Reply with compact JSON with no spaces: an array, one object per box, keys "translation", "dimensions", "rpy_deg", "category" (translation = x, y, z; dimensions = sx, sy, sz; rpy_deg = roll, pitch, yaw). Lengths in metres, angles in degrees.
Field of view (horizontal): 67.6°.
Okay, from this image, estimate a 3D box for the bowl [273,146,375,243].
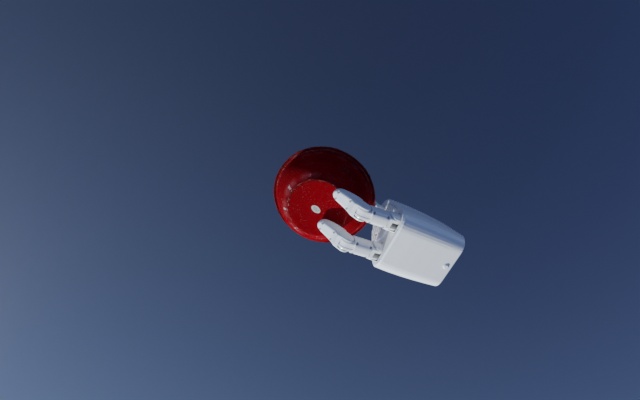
[{"translation":[-0.001,0.002,0.725],"dimensions":[0.162,0.162,0.055],"rpy_deg":[0,22,12],"category":"bowl"}]
